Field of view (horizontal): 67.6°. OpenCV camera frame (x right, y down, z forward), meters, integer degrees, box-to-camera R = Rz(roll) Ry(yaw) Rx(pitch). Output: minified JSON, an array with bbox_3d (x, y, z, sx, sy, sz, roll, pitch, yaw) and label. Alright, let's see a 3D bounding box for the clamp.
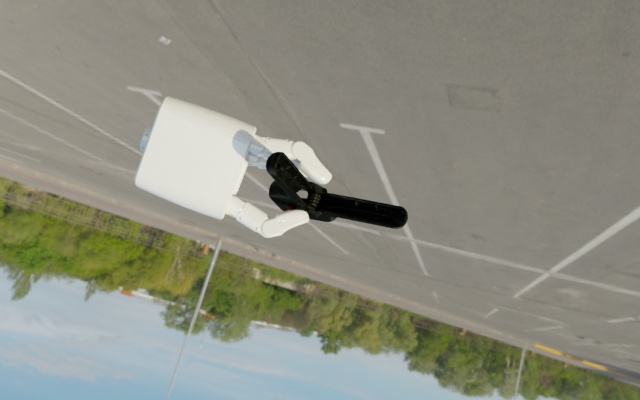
[{"bbox_3d":[-0.001,0.003,0.578,0.164,0.036,0.210,23,-12,-10],"label":"clamp"}]
